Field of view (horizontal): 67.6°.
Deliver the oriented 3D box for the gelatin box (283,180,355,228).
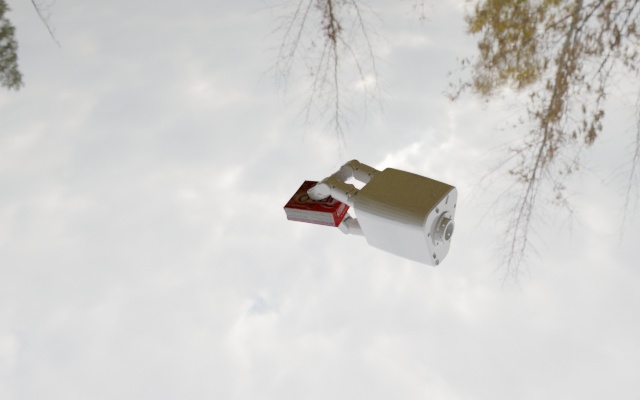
[{"bbox_3d":[0.000,0.003,0.721,0.089,0.030,0.073,6,39,28],"label":"gelatin box"}]
